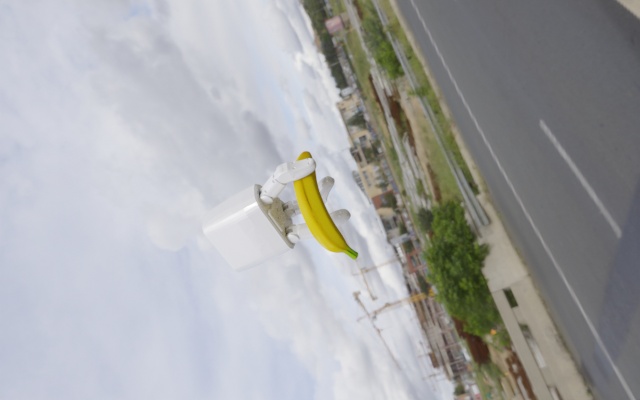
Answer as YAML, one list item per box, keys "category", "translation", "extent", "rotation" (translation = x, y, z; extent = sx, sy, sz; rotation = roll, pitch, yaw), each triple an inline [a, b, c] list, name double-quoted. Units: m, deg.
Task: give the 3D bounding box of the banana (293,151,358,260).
- category: "banana"
  translation: [-0.008, 0.001, 0.711]
  extent: [0.037, 0.197, 0.070]
  rotation: [-32, -26, 20]
